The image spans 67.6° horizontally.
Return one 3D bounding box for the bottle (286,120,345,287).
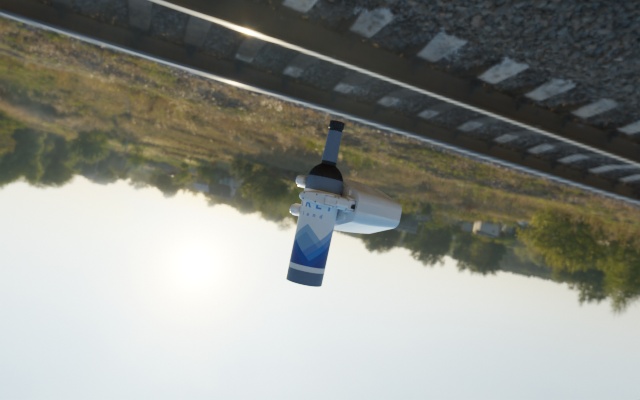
[{"bbox_3d":[0.000,0.003,0.857,0.069,0.295,0.069,12,-1,0],"label":"bottle"}]
